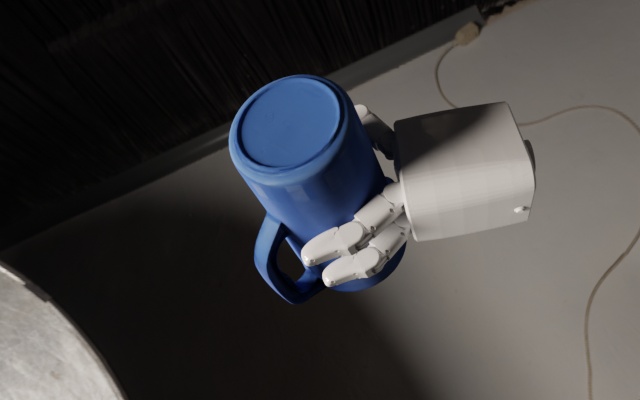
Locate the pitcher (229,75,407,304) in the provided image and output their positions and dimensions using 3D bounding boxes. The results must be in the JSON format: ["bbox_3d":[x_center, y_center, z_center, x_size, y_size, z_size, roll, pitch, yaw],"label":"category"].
[{"bbox_3d":[0.000,0.001,0.474,0.145,0.149,0.243,-11,-30,13],"label":"pitcher"}]
